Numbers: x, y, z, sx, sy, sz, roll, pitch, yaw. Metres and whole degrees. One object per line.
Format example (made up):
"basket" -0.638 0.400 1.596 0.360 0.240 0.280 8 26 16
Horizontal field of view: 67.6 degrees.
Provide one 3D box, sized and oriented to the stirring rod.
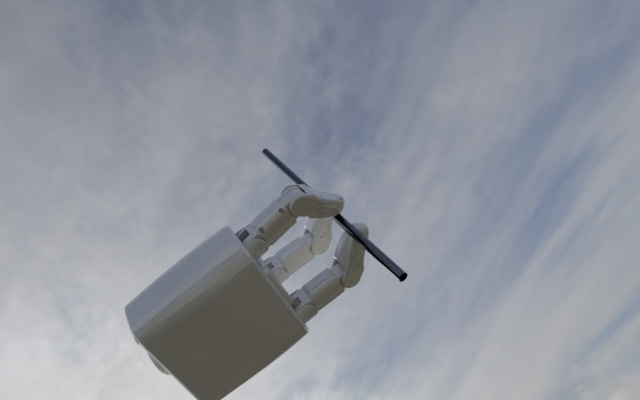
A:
"stirring rod" 0.000 0.002 0.439 0.011 0.011 0.239 0 27 -35
